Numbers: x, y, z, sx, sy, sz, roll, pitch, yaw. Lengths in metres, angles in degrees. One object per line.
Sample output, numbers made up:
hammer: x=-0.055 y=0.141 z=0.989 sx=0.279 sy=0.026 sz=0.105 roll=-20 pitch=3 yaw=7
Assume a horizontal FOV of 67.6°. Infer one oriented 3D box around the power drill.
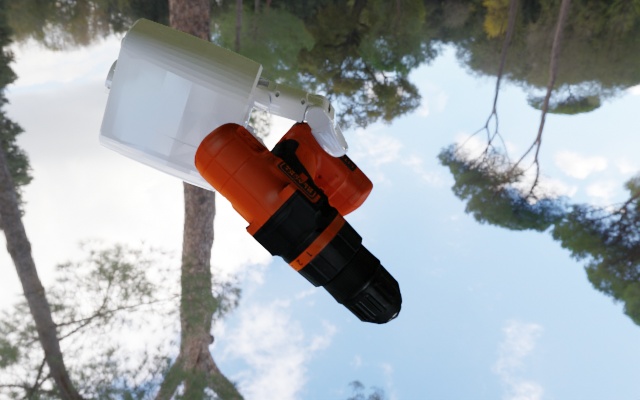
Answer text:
power drill: x=0.000 y=0.001 z=0.404 sx=0.057 sy=0.184 sz=0.187 roll=-43 pitch=4 yaw=16
